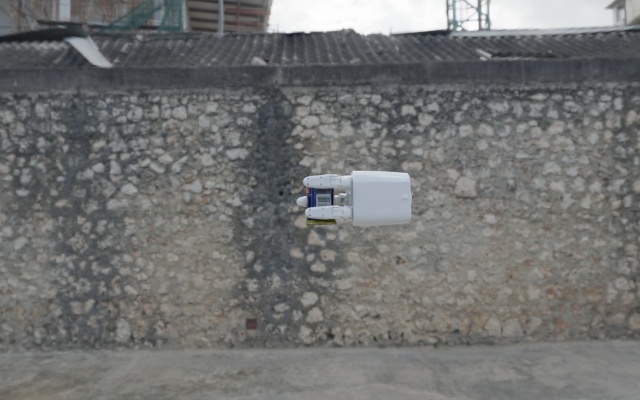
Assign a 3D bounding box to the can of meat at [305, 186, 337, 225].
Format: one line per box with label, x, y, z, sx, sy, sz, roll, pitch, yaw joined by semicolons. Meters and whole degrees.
can of meat;0.000;0.003;0.889;0.057;0.084;0.102;0;-4;-1
